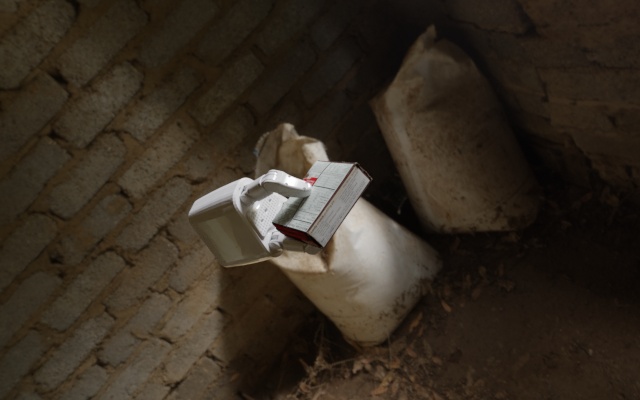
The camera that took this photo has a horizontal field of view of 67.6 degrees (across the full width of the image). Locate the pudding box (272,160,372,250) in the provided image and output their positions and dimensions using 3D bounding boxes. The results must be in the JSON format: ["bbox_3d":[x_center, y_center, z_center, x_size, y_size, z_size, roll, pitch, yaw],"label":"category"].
[{"bbox_3d":[0.000,0.002,0.610,0.039,0.113,0.090,43,-17,-31],"label":"pudding box"}]
